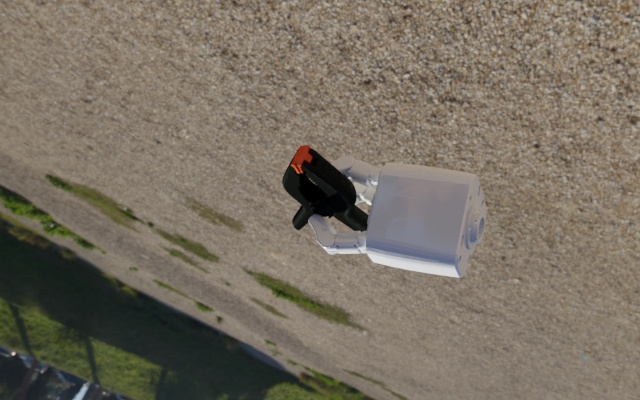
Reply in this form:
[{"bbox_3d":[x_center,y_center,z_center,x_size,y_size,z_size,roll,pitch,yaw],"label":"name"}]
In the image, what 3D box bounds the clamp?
[{"bbox_3d":[0.000,0.002,0.611,0.164,0.036,0.210,8,-28,32],"label":"clamp"}]
